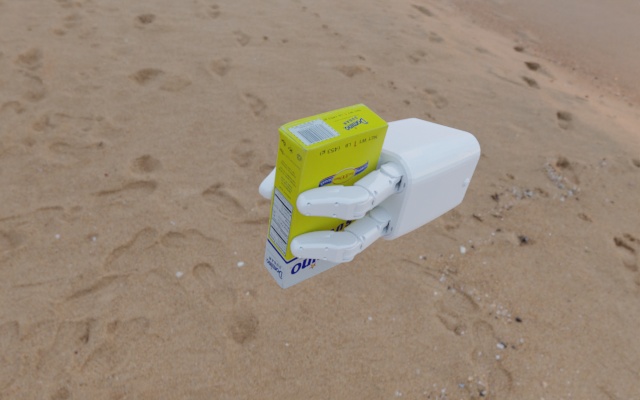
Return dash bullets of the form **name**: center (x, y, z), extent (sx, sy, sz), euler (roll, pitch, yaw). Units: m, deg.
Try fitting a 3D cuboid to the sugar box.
- **sugar box**: center (0.001, 0.002, 0.456), extent (0.093, 0.176, 0.048), euler (-21, 48, -30)
